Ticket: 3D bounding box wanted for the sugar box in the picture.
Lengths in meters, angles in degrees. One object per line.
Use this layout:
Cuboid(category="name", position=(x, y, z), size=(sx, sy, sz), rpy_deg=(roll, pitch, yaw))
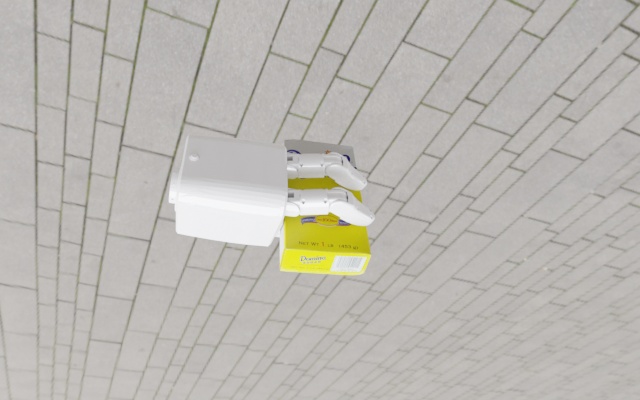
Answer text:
Cuboid(category="sugar box", position=(0.000, 0.002, 0.554), size=(0.093, 0.176, 0.048), rpy_deg=(5, -42, -12))
